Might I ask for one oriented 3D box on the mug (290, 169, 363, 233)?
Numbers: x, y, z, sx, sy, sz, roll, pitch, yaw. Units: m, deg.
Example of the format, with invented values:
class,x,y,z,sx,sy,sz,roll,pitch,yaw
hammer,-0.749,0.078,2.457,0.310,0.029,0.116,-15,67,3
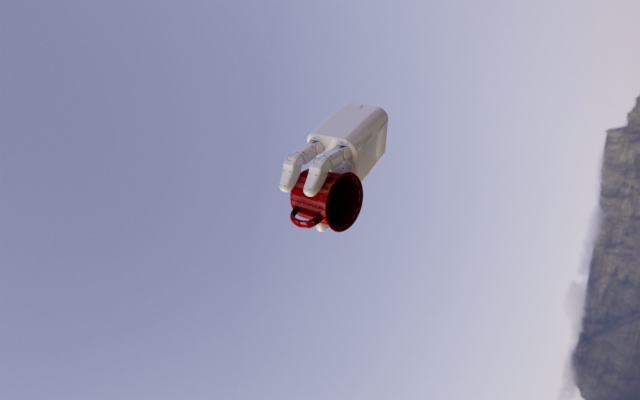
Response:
class,x,y,z,sx,sy,sz,roll,pitch,yaw
mug,-0.001,0.003,0.739,0.081,0.093,0.117,15,48,39
